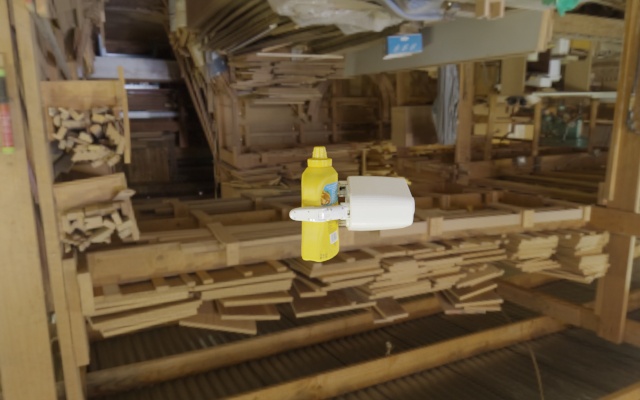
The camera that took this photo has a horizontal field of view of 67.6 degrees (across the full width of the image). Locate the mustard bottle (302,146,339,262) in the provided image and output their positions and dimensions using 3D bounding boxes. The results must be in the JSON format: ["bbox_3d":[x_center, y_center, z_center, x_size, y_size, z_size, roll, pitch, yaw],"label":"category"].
[{"bbox_3d":[0.000,0.003,0.830,0.058,0.192,0.096,4,11,24],"label":"mustard bottle"}]
